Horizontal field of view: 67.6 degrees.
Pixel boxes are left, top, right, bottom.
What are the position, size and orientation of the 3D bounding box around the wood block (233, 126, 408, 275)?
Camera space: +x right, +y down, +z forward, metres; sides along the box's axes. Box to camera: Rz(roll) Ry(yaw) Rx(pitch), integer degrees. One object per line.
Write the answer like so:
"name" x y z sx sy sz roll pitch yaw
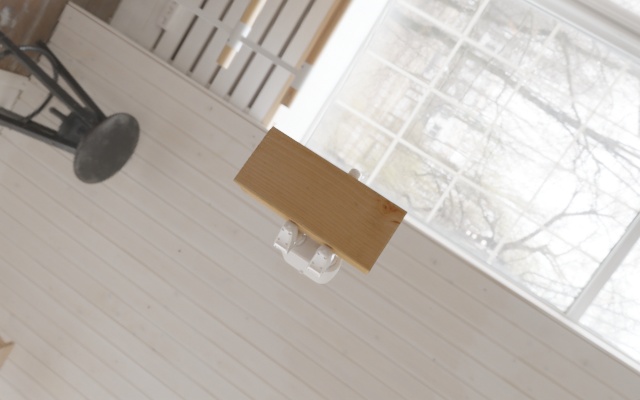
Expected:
"wood block" 0.000 0.002 0.638 0.206 0.091 0.090 33 -8 8
